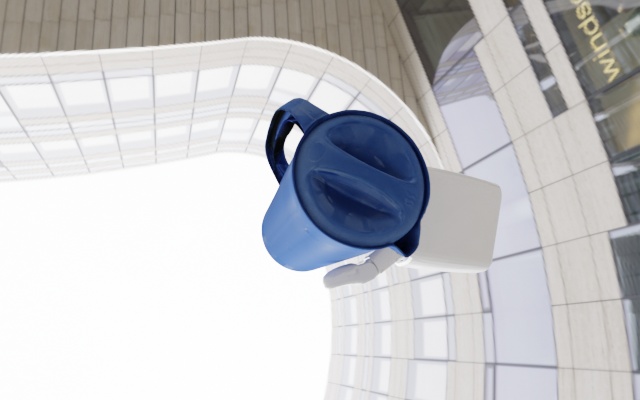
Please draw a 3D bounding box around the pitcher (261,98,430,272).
[{"bbox_3d":[0.000,0.002,0.532,0.145,0.149,0.243,8,-18,-16],"label":"pitcher"}]
